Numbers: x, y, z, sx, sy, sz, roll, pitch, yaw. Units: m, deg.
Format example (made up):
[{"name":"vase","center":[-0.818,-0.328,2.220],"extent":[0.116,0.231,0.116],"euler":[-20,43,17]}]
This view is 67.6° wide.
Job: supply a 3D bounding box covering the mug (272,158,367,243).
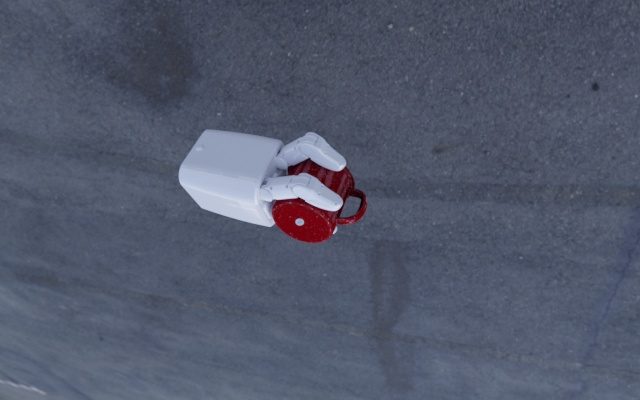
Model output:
[{"name":"mug","center":[0.001,0.002,0.603],"extent":[0.117,0.081,0.093],"euler":[12,-38,13]}]
